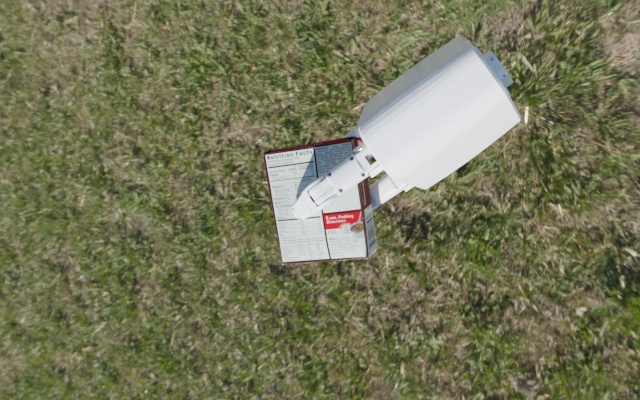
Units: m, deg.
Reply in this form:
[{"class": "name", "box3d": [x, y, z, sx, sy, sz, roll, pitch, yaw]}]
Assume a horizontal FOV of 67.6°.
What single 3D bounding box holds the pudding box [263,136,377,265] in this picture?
[{"class": "pudding box", "box3d": [0.000, 0.001, 0.452, 0.090, 0.113, 0.039, -6, 6, 19]}]
